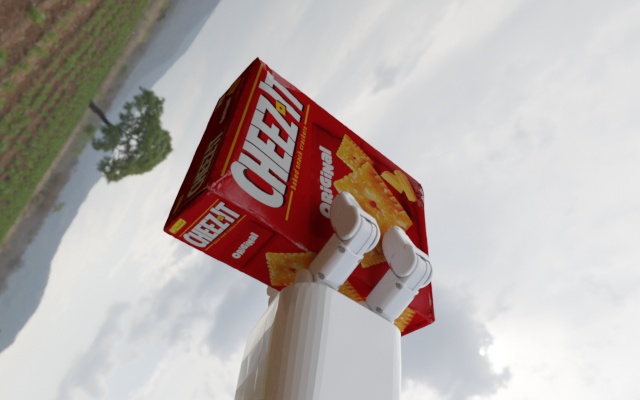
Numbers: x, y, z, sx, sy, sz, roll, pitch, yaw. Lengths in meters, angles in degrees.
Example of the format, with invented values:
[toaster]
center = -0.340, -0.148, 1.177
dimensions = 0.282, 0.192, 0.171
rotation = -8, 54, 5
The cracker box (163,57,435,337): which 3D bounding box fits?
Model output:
[cracker box]
center = 0.000, 0.002, 0.407
dimensions = 0.214, 0.164, 0.072
rotation = 34, -50, -25
